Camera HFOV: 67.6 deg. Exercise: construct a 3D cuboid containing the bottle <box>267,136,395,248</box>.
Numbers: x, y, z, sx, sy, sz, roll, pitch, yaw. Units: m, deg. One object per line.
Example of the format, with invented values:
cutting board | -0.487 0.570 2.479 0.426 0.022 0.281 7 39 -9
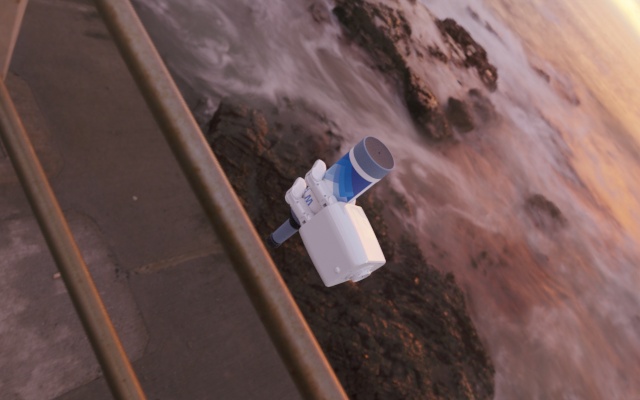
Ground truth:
bottle | 0.000 0.002 0.824 0.069 0.069 0.296 0 -31 -47
